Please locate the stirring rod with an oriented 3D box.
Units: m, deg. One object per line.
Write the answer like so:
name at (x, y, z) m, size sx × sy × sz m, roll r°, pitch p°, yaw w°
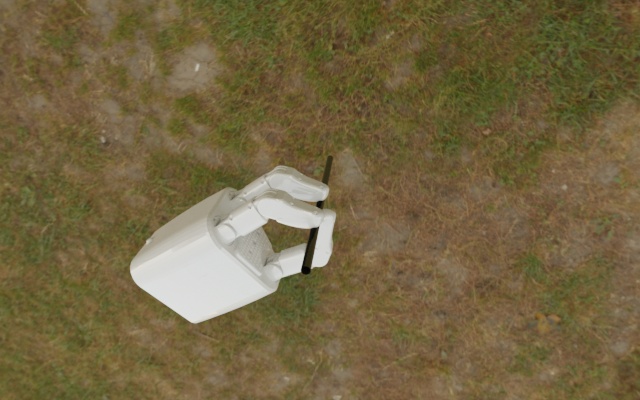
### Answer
stirring rod at (0.000, 0.002, 0.483) m, size 0.011 × 0.011 × 0.239 m, roll 0°, pitch 26°, yaw 6°
